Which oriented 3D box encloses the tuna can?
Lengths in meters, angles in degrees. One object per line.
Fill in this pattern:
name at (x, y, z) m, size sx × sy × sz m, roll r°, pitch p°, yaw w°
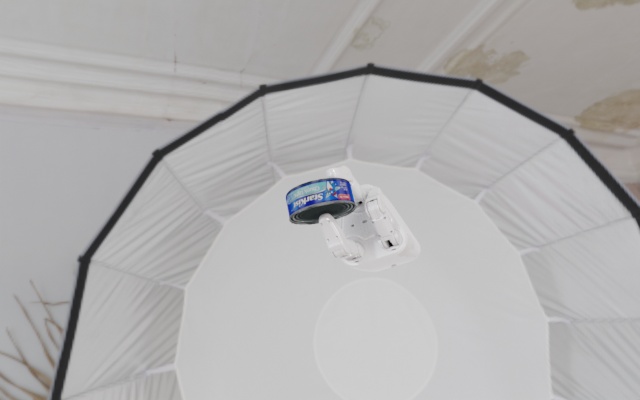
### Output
tuna can at (0.000, 0.001, 0.598) m, size 0.086 × 0.033 × 0.086 m, roll -11°, pitch -16°, yaw -3°
